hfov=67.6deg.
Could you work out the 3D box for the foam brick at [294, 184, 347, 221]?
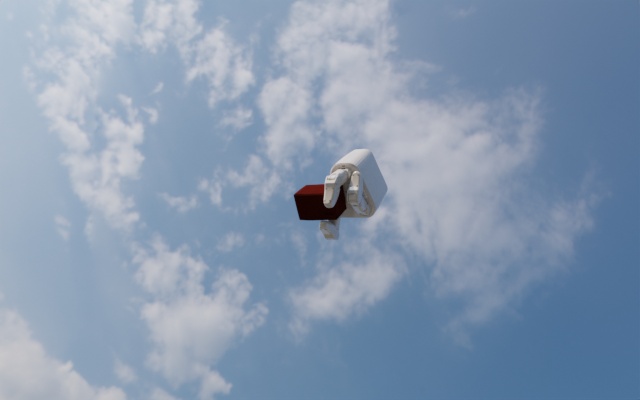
[{"bbox_3d":[0.000,0.003,0.874,0.078,0.053,0.051,-1,23,24],"label":"foam brick"}]
